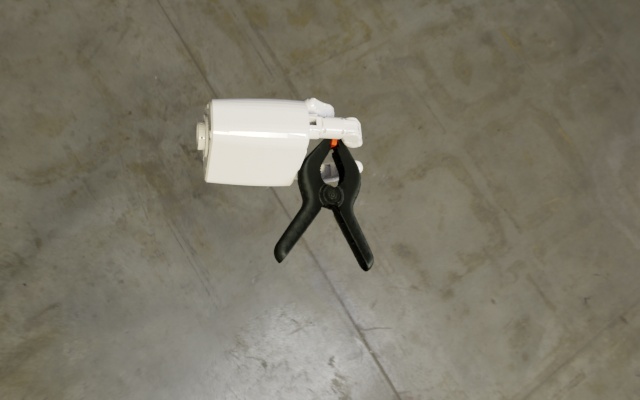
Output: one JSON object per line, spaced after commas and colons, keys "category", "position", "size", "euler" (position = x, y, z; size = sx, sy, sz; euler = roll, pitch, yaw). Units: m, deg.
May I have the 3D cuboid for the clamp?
{"category": "clamp", "position": [0.000, 0.002, 0.569], "size": [0.120, 0.171, 0.039], "euler": [0, -15, -24]}
